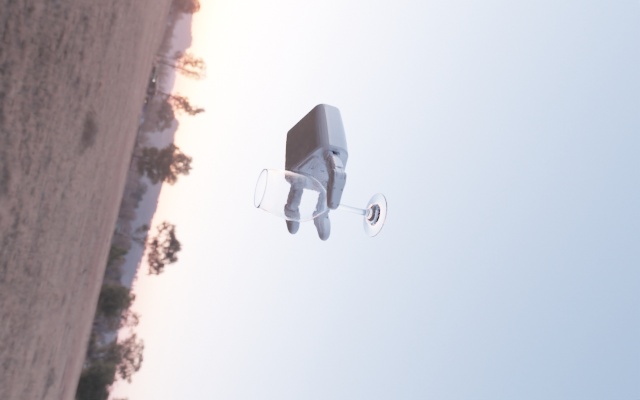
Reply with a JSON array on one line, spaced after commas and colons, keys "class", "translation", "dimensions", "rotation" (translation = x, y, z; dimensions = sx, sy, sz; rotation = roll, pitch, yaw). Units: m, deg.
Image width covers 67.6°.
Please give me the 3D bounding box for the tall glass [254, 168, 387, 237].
[{"class": "tall glass", "translation": [0.001, 0.003, 0.750], "dimensions": [0.201, 0.079, 0.079], "rotation": [13, -5, -22]}]
